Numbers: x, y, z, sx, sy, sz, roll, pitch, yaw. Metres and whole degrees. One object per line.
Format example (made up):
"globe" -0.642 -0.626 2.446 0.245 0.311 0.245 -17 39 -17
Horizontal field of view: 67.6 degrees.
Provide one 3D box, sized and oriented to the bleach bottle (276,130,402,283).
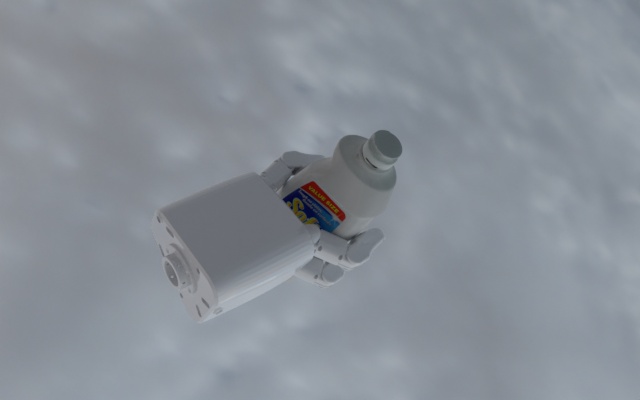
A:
"bleach bottle" 0.000 0.002 0.502 0.068 0.102 0.251 -24 -14 -36
